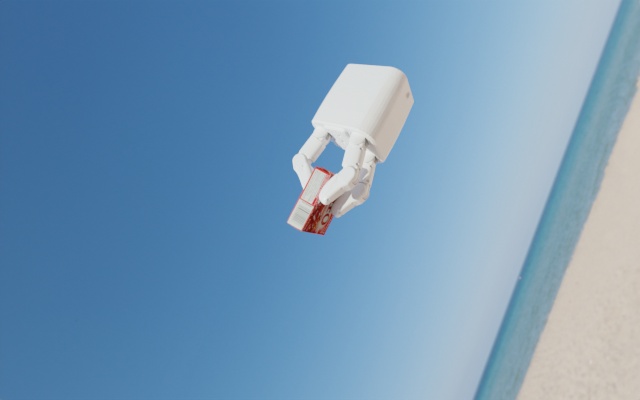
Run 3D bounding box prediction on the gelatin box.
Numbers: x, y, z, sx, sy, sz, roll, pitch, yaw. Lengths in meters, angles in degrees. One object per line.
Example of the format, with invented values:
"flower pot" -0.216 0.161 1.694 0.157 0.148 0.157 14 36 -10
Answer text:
"gelatin box" 0.000 0.002 0.665 0.030 0.089 0.073 30 5 25
